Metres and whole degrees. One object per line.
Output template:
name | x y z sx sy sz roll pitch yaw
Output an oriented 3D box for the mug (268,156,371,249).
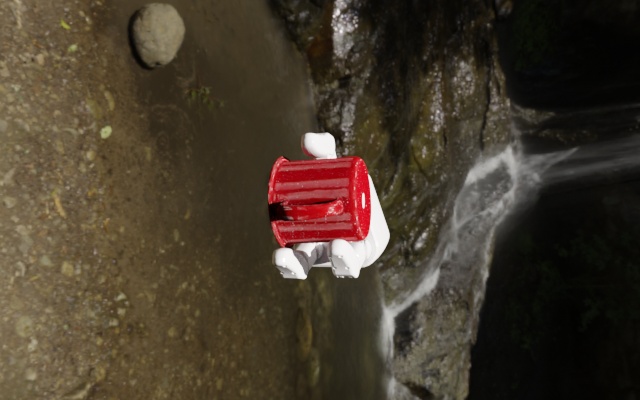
mug | 0.000 0.002 0.455 0.081 0.093 0.117 -3 5 17
